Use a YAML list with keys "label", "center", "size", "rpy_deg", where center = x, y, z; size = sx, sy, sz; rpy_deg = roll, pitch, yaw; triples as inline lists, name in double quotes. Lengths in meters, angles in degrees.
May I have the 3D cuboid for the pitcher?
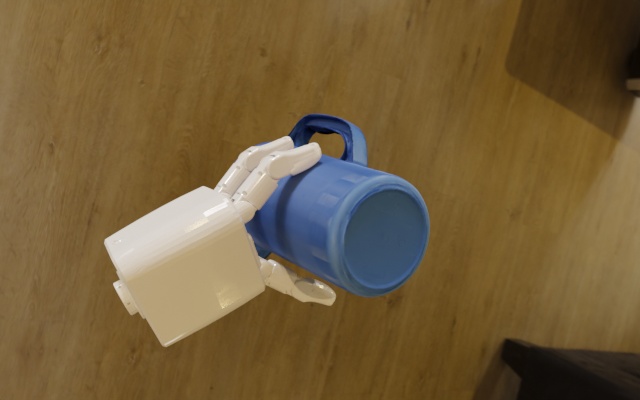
- label: "pitcher"
  center: [0.000, 0.002, 0.502]
  size: [0.145, 0.149, 0.243]
  rpy_deg: [-28, 22, -23]
